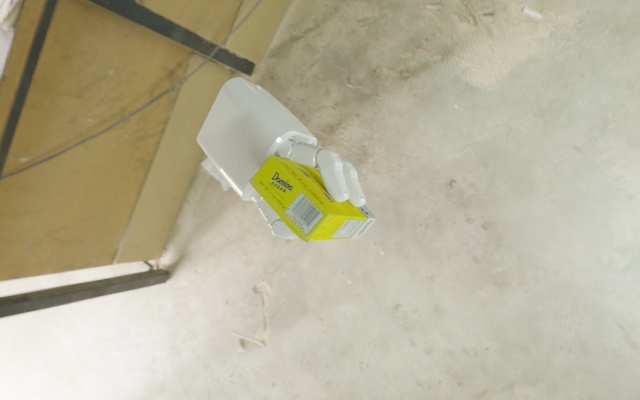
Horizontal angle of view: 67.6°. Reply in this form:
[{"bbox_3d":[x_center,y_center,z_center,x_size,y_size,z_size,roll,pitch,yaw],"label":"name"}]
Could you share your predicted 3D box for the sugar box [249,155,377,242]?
[{"bbox_3d":[0.000,0.001,0.560,0.093,0.048,0.176,47,16,17],"label":"sugar box"}]
